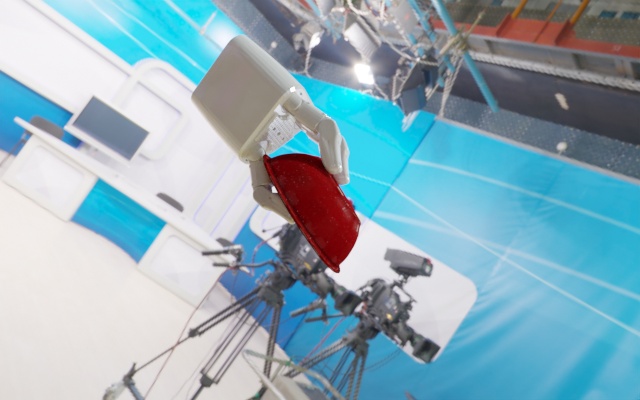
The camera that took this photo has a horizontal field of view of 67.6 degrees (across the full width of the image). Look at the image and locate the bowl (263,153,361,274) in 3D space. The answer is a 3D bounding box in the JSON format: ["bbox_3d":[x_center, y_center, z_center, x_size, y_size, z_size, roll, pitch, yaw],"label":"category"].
[{"bbox_3d":[0.001,0.003,0.551,0.055,0.162,0.162,-32,-3,4],"label":"bowl"}]
